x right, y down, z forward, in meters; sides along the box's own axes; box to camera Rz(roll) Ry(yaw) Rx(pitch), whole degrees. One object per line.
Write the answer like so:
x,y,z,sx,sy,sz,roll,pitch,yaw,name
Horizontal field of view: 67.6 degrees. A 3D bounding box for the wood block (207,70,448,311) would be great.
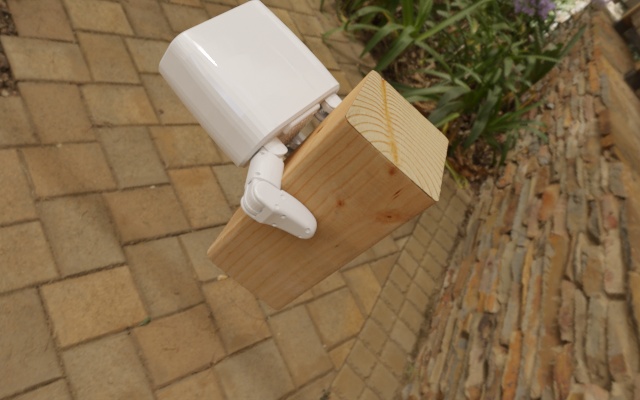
0.000,0.001,0.417,0.206,0.090,0.090,-41,14,38,wood block
